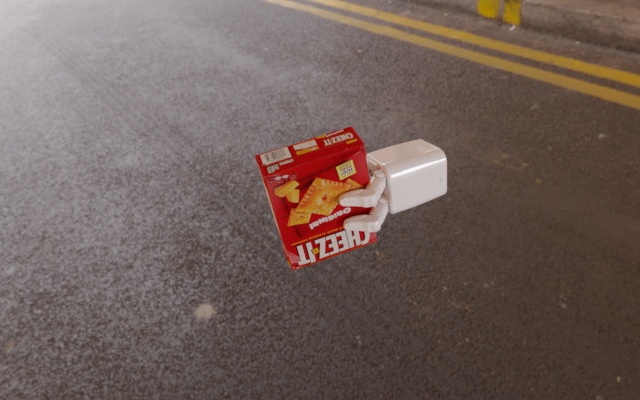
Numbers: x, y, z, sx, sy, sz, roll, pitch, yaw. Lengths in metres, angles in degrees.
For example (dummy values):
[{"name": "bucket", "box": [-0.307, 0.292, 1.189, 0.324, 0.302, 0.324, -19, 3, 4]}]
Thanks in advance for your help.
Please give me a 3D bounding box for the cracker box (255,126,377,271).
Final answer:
[{"name": "cracker box", "box": [0.000, 0.002, 0.795, 0.164, 0.214, 0.072, -18, 39, -7]}]
